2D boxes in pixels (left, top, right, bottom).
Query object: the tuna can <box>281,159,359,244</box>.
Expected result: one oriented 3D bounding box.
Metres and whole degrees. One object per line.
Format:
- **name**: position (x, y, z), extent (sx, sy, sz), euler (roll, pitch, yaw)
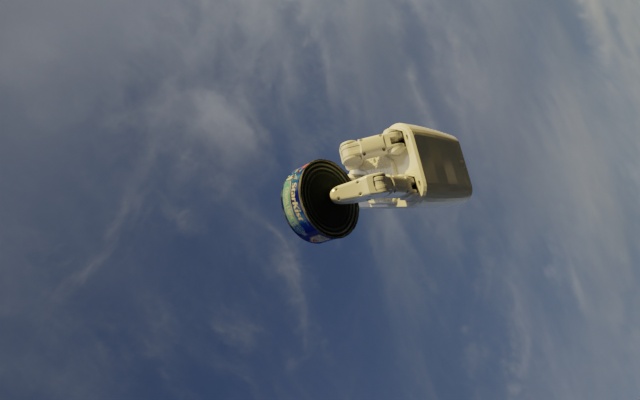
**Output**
- **tuna can**: position (0.000, 0.002, 0.505), extent (0.086, 0.086, 0.034), euler (0, -15, -45)
